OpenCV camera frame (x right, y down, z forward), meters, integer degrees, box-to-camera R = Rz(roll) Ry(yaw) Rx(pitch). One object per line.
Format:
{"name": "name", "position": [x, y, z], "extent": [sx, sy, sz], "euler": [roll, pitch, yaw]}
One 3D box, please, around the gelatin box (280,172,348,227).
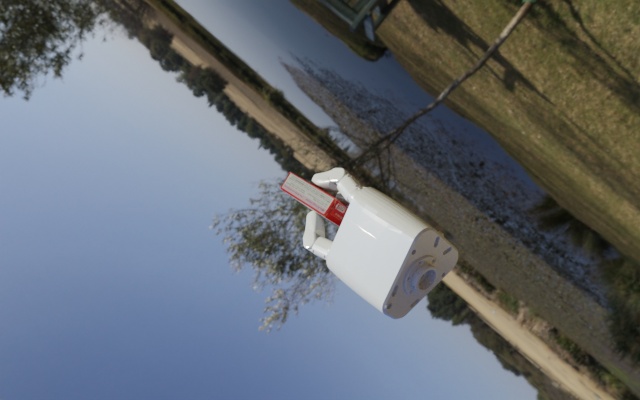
{"name": "gelatin box", "position": [0.000, 0.002, 0.640], "extent": [0.089, 0.030, 0.073], "euler": [30, -3, 35]}
